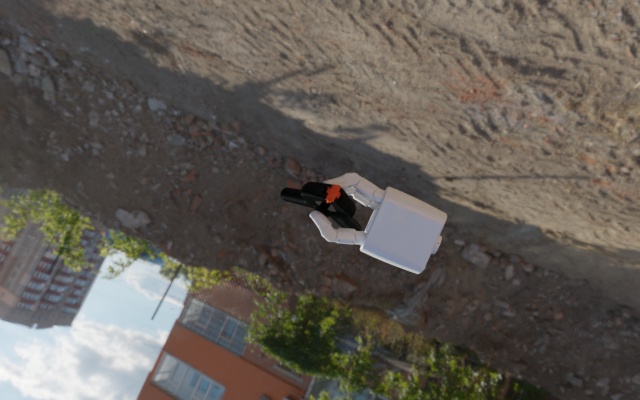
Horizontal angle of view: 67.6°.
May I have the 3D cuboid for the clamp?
[{"bbox_3d":[0.000,0.003,0.804,0.164,0.036,0.210,25,-11,6],"label":"clamp"}]
